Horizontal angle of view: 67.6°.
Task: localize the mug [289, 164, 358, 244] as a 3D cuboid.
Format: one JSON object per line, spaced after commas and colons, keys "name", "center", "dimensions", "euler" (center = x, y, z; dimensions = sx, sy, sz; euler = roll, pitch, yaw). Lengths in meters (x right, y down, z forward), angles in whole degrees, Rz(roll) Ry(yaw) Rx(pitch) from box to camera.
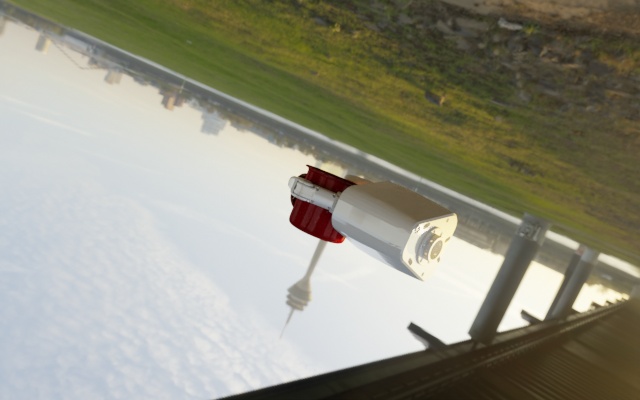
{"name": "mug", "center": [-0.001, 0.002, 0.647], "dimensions": [0.117, 0.081, 0.093], "euler": [27, 7, 39]}
